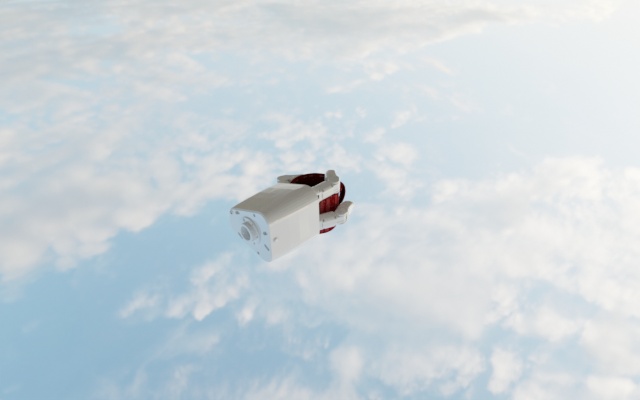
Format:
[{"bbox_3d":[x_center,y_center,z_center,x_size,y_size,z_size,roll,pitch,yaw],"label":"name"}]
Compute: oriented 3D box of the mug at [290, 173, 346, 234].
[{"bbox_3d":[0.001,0.002,0.868,0.117,0.081,0.093,-26,40,-37],"label":"mug"}]
